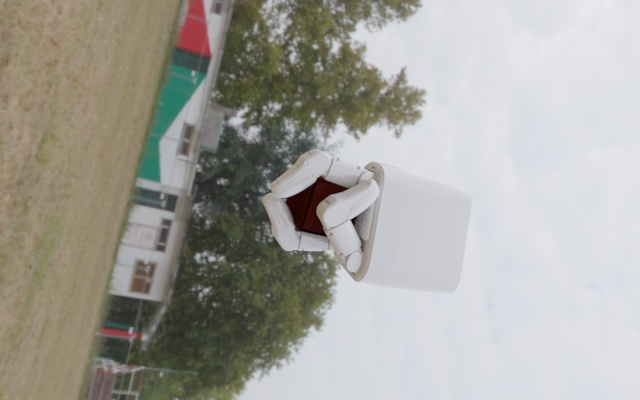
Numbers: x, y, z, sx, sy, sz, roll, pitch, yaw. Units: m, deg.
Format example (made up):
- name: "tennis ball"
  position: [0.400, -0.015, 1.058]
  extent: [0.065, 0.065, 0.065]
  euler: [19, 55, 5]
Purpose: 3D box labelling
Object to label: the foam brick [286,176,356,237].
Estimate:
- name: "foam brick"
  position: [0.000, 0.001, 0.483]
  extent: [0.051, 0.053, 0.078]
  euler: [12, 11, -19]
